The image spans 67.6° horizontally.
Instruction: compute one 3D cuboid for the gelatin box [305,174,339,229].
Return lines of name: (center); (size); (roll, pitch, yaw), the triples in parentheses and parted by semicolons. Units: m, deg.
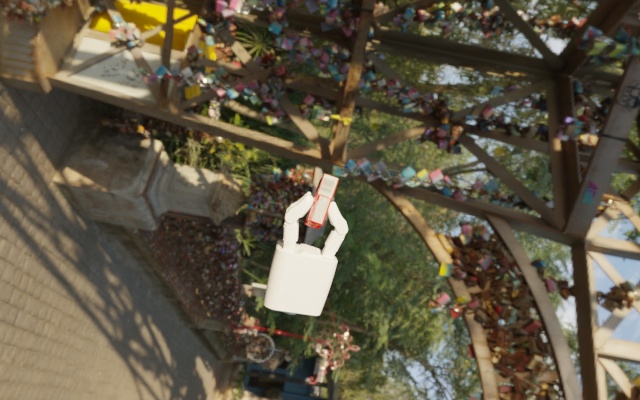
gelatin box: (0.001, 0.003, 0.836); (0.030, 0.089, 0.073); (20, -8, -3)
